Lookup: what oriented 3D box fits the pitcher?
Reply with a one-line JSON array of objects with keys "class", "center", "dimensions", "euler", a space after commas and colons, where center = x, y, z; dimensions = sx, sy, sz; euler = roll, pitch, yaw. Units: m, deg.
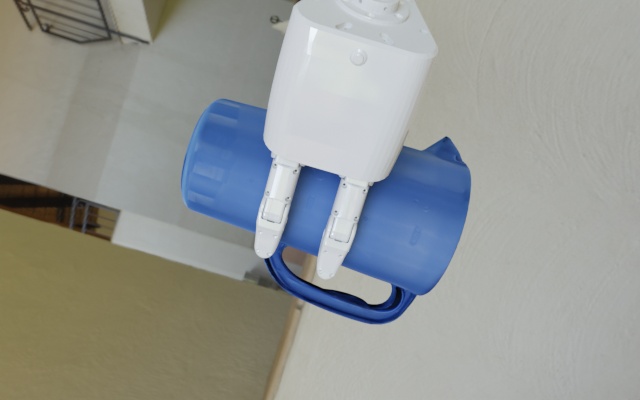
[{"class": "pitcher", "center": [0.000, 0.001, 0.446], "dimensions": [0.243, 0.149, 0.145], "euler": [17, -43, -2]}]
